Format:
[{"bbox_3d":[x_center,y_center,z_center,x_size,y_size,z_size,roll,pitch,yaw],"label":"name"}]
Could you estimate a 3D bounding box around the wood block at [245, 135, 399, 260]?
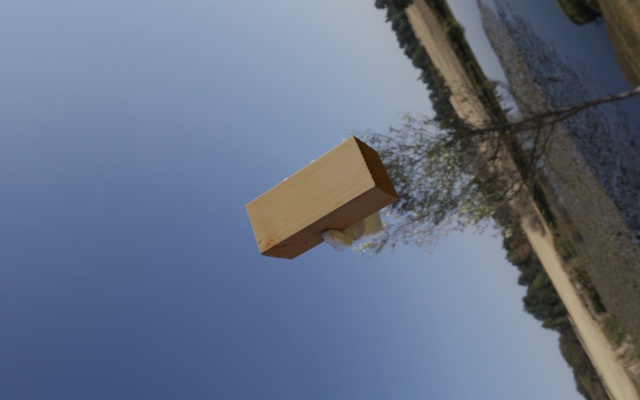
[{"bbox_3d":[0.000,0.003,0.728,0.206,0.090,0.090,-32,-25,21],"label":"wood block"}]
